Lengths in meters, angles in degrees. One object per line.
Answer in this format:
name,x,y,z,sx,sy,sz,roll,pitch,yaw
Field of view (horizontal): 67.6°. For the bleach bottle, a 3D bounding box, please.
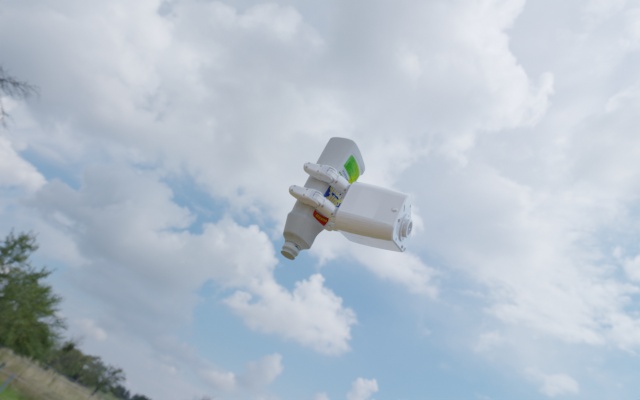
bleach bottle,0.000,0.003,0.880,0.068,0.250,0.103,12,-33,29
